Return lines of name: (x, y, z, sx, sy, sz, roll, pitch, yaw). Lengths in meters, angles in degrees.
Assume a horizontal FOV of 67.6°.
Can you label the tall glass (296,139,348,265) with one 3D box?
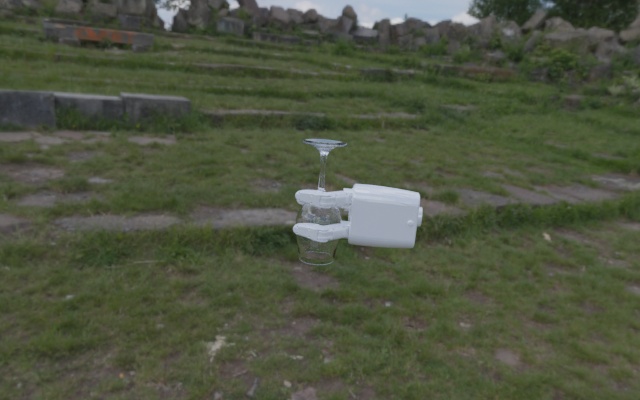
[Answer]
tall glass: (0.000, 0.002, 0.792, 0.079, 0.201, 0.079, 4, 14, -1)
